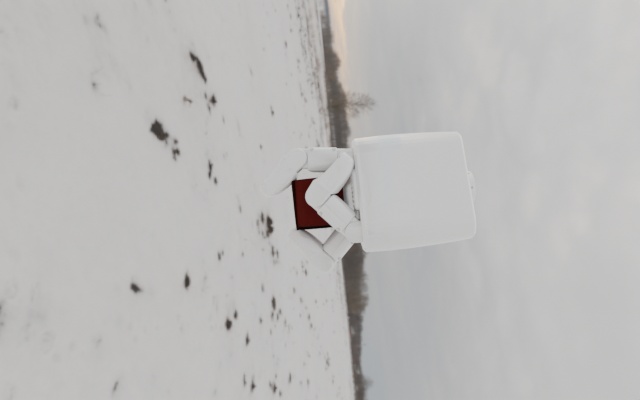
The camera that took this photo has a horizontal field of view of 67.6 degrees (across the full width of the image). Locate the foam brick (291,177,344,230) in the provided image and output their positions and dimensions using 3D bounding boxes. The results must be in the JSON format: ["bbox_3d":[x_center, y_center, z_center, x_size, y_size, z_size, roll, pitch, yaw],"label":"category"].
[{"bbox_3d":[0.000,0.002,0.512,0.051,0.053,0.078,-6,2,3],"label":"foam brick"}]
